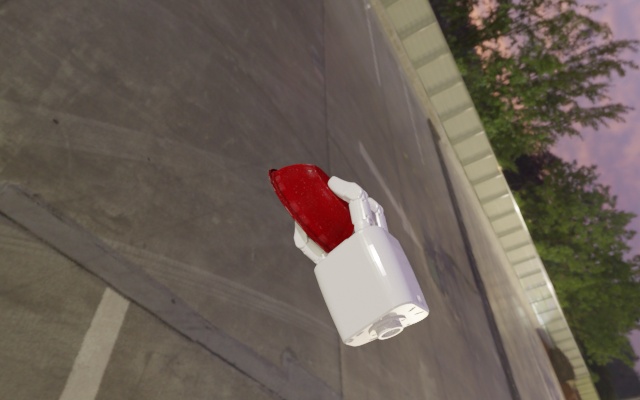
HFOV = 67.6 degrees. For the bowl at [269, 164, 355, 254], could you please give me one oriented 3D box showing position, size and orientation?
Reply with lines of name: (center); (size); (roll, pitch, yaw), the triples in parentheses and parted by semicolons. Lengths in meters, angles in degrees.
bowl: (0.000, 0.001, 0.672); (0.055, 0.162, 0.162); (-40, -8, 10)
